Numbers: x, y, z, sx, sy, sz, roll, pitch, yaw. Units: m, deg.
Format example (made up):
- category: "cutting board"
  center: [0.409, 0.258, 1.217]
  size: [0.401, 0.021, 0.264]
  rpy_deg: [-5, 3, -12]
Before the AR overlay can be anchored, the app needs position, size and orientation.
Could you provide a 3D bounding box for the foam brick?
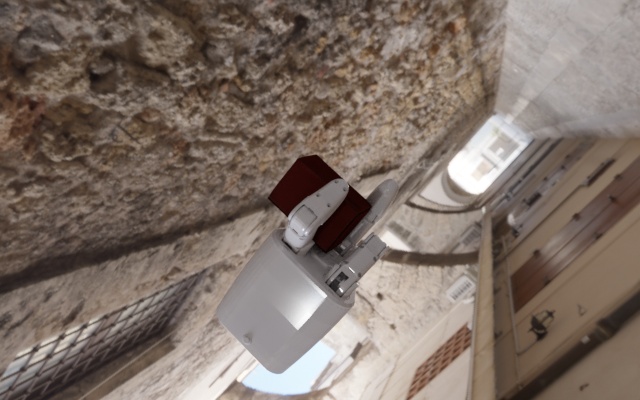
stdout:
- category: "foam brick"
  center: [0.000, 0.001, 0.452]
  size: [0.078, 0.051, 0.053]
  rpy_deg: [43, 19, 10]
